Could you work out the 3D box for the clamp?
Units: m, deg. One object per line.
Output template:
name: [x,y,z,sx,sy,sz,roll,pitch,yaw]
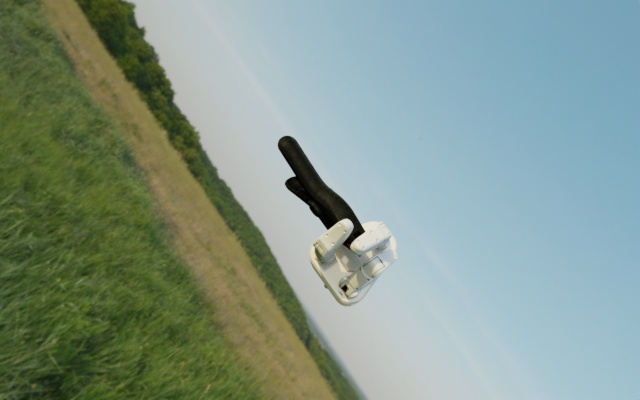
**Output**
clamp: [0.001,0.002,0.631,0.039,0.171,0.120,-34,-14,-9]
